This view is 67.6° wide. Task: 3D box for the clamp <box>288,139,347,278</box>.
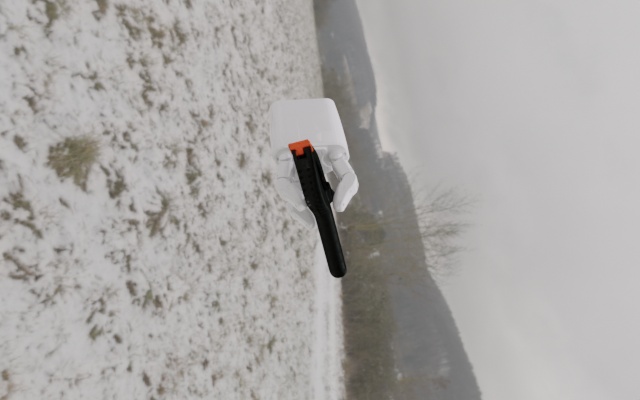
[{"bbox_3d":[0.001,0.002,0.672,0.036,0.164,0.210,-14,-36,7],"label":"clamp"}]
